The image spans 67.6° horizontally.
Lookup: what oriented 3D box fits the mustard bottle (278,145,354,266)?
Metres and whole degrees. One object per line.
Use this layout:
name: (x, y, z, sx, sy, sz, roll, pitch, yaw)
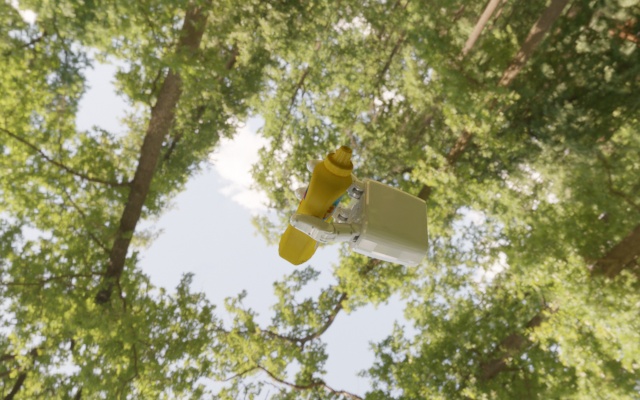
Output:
mustard bottle: (0.000, 0.002, 0.699, 0.058, 0.192, 0.096, 31, 33, 6)
